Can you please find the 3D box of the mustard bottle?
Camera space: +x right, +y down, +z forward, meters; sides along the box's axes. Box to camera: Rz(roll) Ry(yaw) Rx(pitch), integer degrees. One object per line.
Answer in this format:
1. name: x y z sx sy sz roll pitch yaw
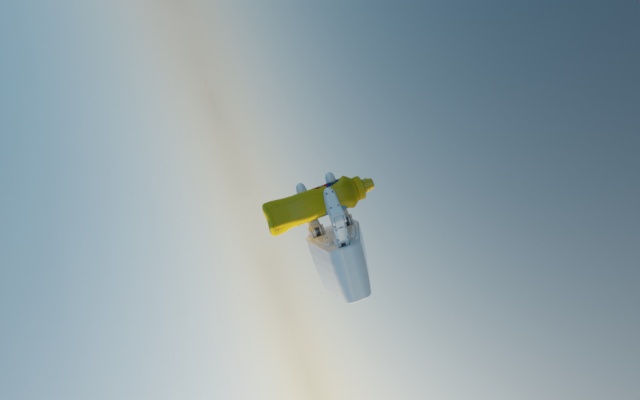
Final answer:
1. mustard bottle: 0.000 0.002 0.802 0.191 0.058 0.096 -19 -4 -8
